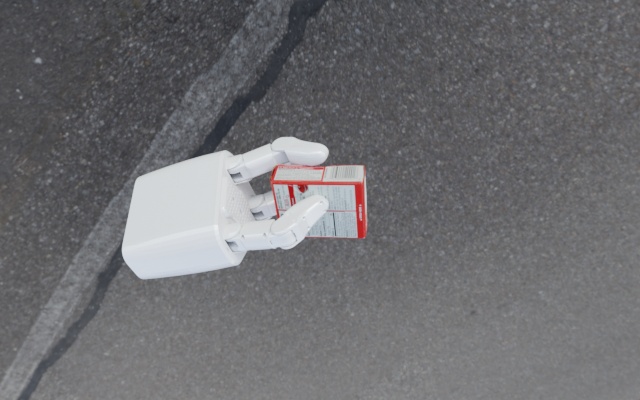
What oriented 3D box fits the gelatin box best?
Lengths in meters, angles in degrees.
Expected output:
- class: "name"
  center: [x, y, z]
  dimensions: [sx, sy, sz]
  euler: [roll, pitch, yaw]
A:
- class: "gelatin box"
  center: [0.000, 0.002, 0.466]
  dimensions: [0.089, 0.073, 0.030]
  euler: [1, 41, 9]
